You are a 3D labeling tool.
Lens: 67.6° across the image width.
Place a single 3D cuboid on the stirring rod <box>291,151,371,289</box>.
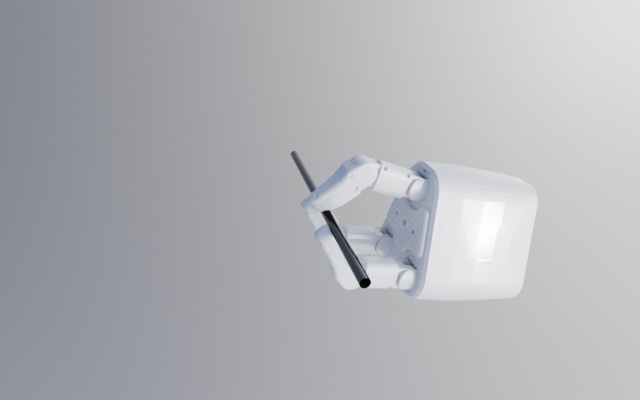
[{"bbox_3d":[0.000,0.001,0.406,0.011,0.011,0.239,0,25,-15],"label":"stirring rod"}]
